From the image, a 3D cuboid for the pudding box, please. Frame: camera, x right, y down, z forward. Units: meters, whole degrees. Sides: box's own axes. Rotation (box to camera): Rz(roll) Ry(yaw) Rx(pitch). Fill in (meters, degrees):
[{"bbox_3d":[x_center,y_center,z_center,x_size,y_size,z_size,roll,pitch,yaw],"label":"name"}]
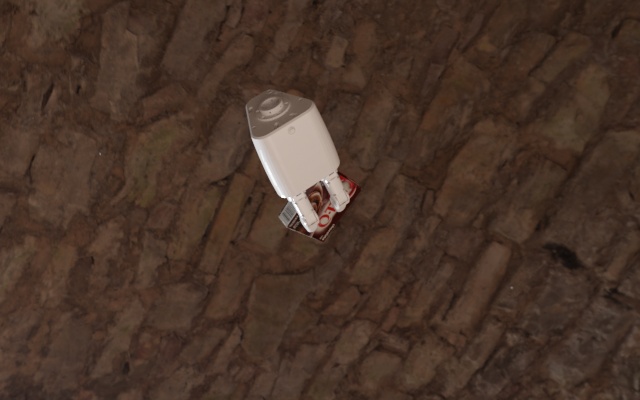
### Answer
[{"bbox_3d":[0.000,0.002,0.750,0.090,0.113,0.039,27,14,-44],"label":"pudding box"}]
